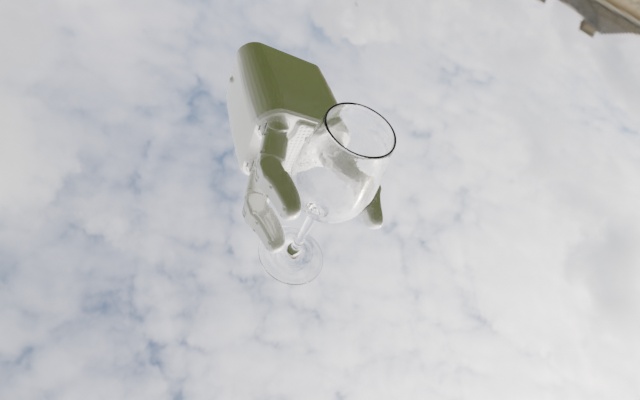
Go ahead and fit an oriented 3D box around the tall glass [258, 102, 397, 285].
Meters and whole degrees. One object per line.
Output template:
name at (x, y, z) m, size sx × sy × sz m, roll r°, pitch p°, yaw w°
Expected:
tall glass at (0.000, 0.002, 0.452) m, size 0.079 × 0.079 × 0.201 m, roll 0°, pitch -35°, yaw -24°
